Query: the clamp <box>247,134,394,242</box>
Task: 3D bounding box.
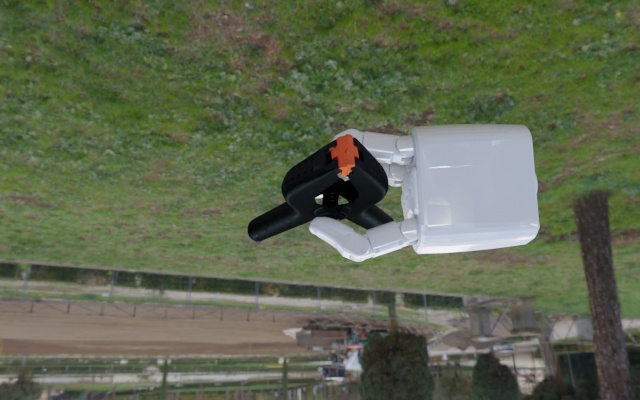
[{"bbox_3d":[0.000,0.002,0.454,0.164,0.036,0.210,-5,-21,0],"label":"clamp"}]
